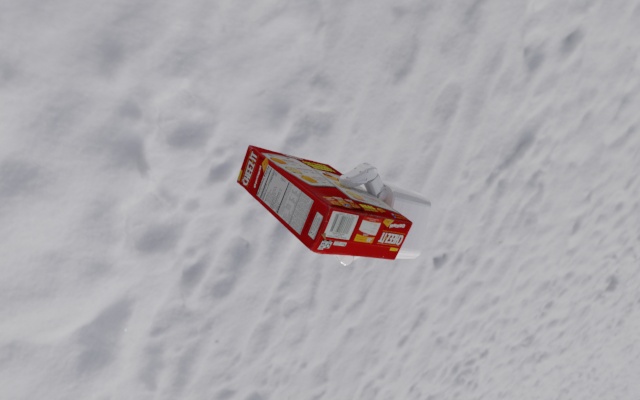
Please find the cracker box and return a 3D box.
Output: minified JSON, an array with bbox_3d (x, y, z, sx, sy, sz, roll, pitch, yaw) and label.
[{"bbox_3d":[0.000,0.002,0.692,0.164,0.072,0.213,11,18,-41],"label":"cracker box"}]
